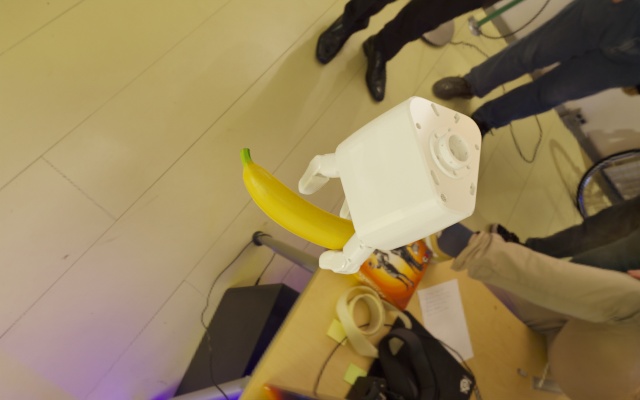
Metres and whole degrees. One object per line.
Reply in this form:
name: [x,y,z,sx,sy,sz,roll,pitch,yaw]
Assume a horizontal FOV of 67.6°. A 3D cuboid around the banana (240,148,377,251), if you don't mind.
banana: [-0.008,0.014,0.518,0.198,0.069,0.037,33,-41,-15]
